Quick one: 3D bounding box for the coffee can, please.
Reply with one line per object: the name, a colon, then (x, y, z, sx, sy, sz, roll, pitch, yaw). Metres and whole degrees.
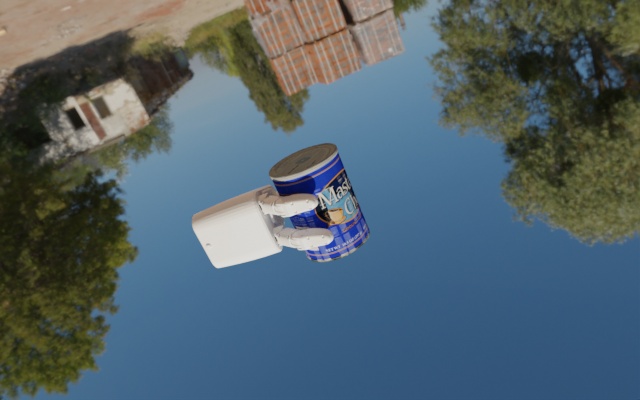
coffee can: (0.000, 0.002, 0.690, 0.103, 0.140, 0.102, -20, 22, 8)
